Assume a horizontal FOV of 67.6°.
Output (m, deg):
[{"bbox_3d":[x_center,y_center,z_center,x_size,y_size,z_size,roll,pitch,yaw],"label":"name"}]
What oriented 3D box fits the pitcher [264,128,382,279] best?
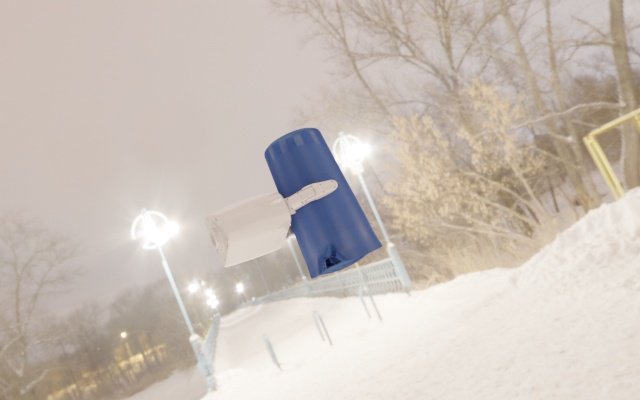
[{"bbox_3d":[0.000,0.003,0.834,0.145,0.243,0.149,-21,-8,-28],"label":"pitcher"}]
